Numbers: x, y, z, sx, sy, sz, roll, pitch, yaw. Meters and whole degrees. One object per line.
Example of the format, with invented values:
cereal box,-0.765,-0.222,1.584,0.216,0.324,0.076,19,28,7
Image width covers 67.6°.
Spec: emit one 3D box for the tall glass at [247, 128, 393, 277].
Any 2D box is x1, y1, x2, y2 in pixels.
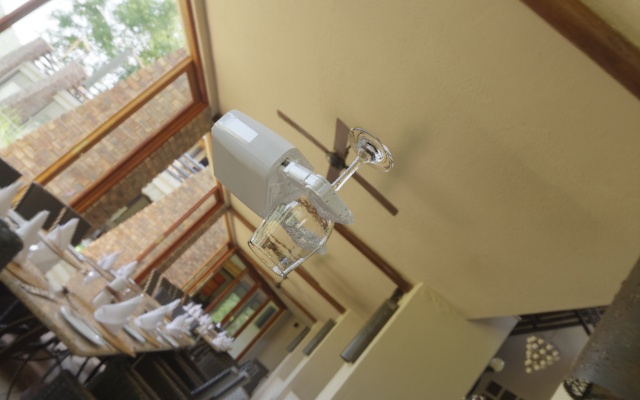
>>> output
tall glass,0.001,0.002,0.596,0.201,0.079,0.079,-47,18,-18
